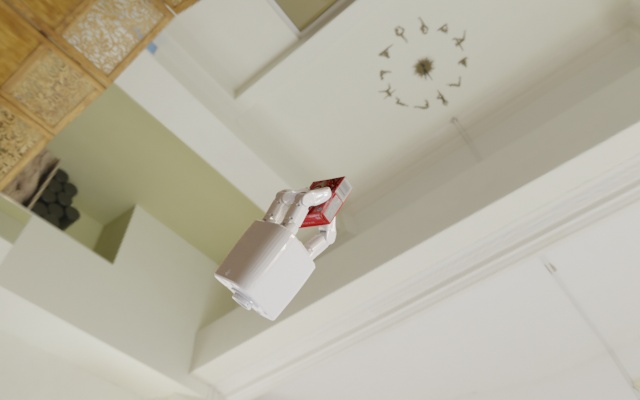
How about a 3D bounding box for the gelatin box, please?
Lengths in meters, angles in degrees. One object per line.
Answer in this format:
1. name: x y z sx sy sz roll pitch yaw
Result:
1. gelatin box: 0.001 0.003 0.766 0.073 0.030 0.089 -8 37 44
